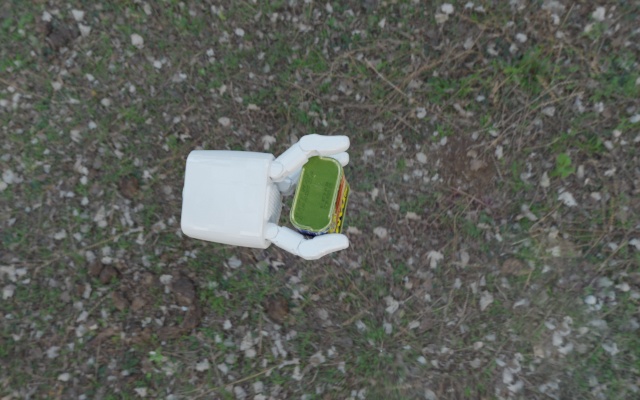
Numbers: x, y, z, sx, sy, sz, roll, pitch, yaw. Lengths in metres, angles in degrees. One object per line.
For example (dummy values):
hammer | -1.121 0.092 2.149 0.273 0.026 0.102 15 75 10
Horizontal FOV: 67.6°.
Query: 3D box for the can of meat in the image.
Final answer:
can of meat | 0.000 0.002 0.611 0.057 0.102 0.084 10 -16 11
